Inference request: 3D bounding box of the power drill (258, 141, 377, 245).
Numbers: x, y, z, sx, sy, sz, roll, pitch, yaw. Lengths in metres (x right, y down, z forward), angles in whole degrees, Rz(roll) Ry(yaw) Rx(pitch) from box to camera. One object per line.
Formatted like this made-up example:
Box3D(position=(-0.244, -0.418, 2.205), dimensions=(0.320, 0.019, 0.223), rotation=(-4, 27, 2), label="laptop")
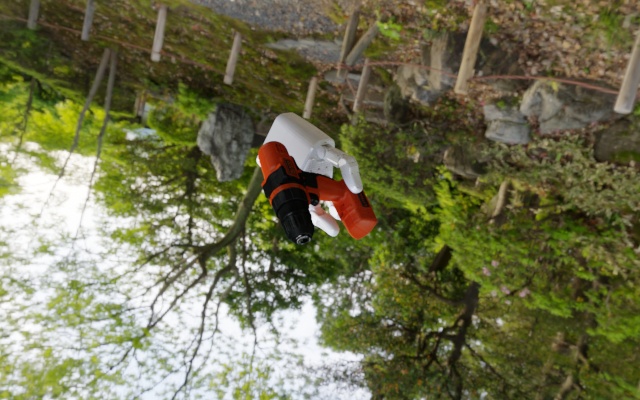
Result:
Box3D(position=(0.000, 0.002, 0.720), dimensions=(0.188, 0.184, 0.057), rotation=(20, -53, -41), label="power drill")
